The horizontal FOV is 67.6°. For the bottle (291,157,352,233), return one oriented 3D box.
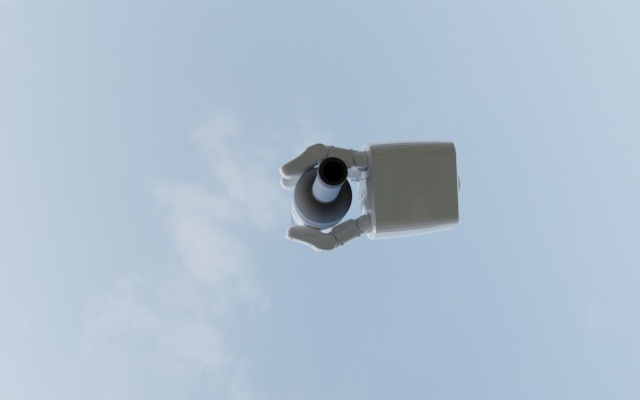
[{"bbox_3d":[0.000,0.002,0.573,0.069,0.069,0.296,0,-11,-4],"label":"bottle"}]
